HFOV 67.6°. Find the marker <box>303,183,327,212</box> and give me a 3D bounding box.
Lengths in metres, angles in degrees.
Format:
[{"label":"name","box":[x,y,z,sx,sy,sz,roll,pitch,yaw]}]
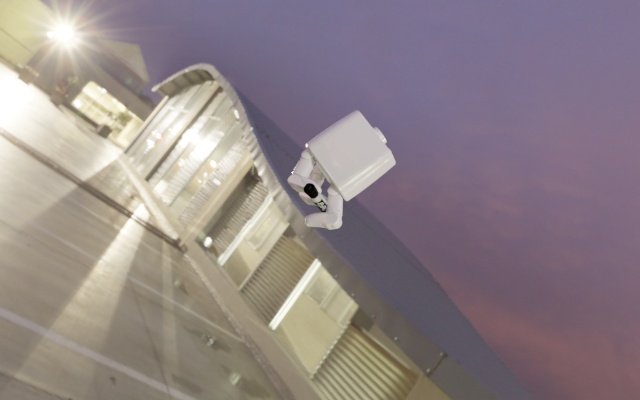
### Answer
[{"label":"marker","box":[0.000,0.003,0.771,0.020,0.020,0.121,0,-23,20]}]
